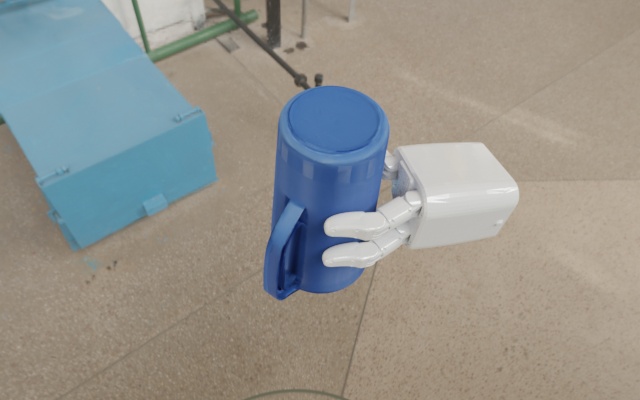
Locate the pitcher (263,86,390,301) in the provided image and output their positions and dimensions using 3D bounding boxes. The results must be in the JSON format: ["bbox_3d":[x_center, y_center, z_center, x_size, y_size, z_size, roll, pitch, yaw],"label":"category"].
[{"bbox_3d":[0.000,0.002,0.540,0.145,0.149,0.243,-5,-37,-9],"label":"pitcher"}]
